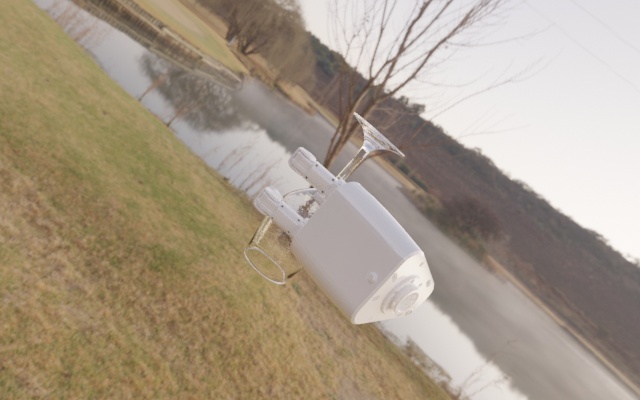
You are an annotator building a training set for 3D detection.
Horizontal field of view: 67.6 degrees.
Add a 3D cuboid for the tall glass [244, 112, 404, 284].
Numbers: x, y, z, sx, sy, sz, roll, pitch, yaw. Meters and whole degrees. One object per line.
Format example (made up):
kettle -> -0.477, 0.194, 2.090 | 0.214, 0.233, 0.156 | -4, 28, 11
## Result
tall glass -> 0.000, 0.001, 0.539 | 0.079, 0.201, 0.079 | 40, 9, -8
